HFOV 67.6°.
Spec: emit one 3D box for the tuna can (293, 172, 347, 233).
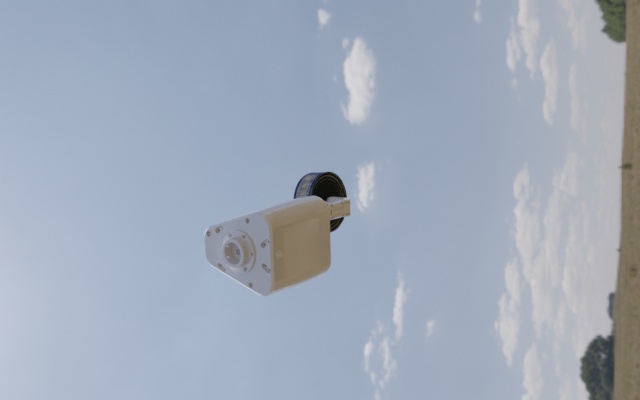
[{"bbox_3d":[0.000,0.002,0.677,0.034,0.086,0.086,1,1,38],"label":"tuna can"}]
